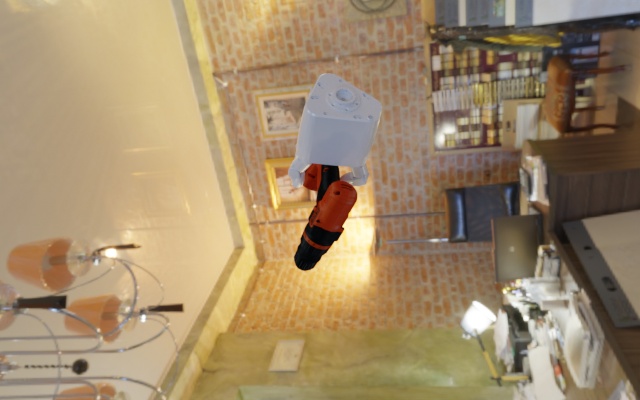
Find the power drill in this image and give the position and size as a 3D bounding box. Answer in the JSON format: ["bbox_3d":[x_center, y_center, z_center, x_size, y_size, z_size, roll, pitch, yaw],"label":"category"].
[{"bbox_3d":[0.000,0.002,0.804,0.057,0.184,0.187,16,37,-19],"label":"power drill"}]
